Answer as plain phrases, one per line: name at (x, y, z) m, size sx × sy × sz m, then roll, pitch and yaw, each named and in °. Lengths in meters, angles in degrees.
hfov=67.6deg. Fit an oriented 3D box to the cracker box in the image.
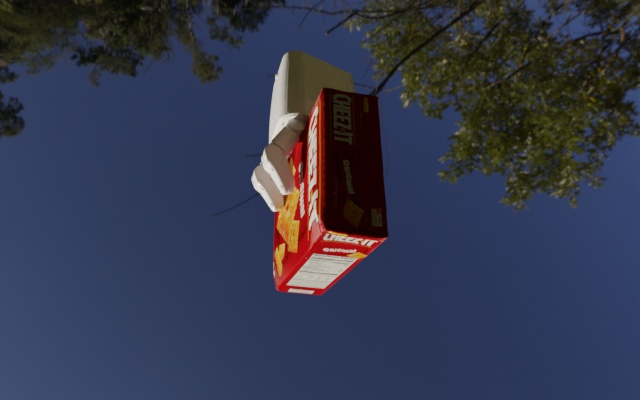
cracker box at (0.000, 0.002, 0.553) m, size 0.072 × 0.164 × 0.214 m, roll 6°, pitch -27°, yaw -15°
